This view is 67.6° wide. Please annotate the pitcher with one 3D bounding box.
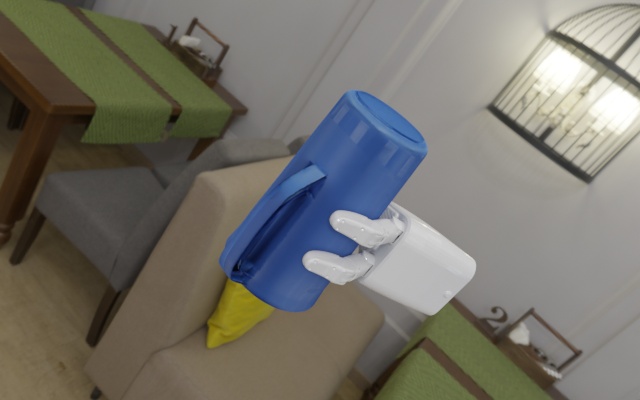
[{"bbox_3d":[0.000,0.002,0.533,0.145,0.243,0.149,30,24,-17],"label":"pitcher"}]
